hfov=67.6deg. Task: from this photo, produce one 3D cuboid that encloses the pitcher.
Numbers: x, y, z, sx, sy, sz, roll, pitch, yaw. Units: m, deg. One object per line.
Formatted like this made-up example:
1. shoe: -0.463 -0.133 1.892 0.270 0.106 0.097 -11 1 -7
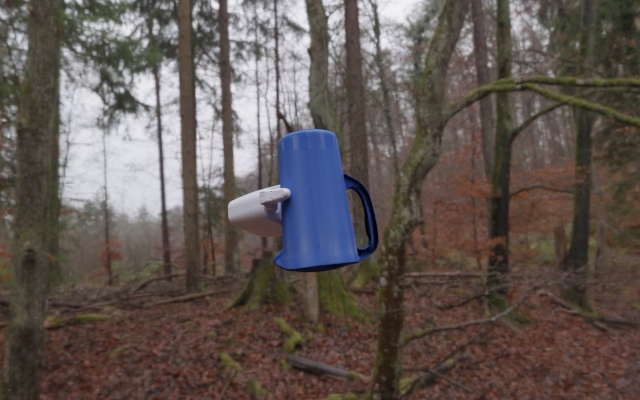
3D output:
1. pitcher: 0.000 0.003 0.846 0.145 0.242 0.149 -14 -12 39
